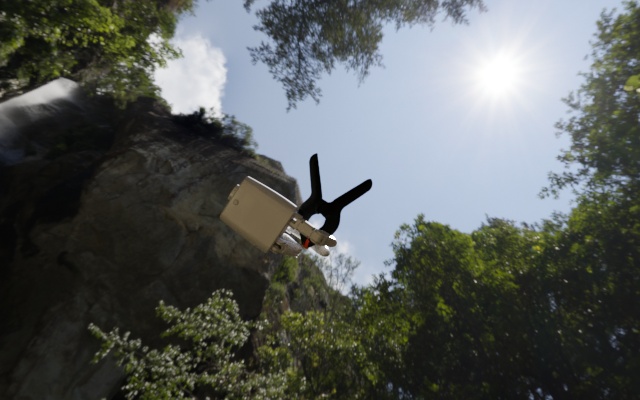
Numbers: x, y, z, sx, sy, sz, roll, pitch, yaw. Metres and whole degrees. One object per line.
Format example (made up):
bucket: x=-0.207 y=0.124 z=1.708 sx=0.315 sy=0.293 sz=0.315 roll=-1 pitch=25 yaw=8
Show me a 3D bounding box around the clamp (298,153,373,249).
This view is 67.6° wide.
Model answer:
clamp: x=0.000 y=0.003 z=0.859 sx=0.120 sy=0.171 sz=0.039 roll=35 pitch=9 yaw=-2
